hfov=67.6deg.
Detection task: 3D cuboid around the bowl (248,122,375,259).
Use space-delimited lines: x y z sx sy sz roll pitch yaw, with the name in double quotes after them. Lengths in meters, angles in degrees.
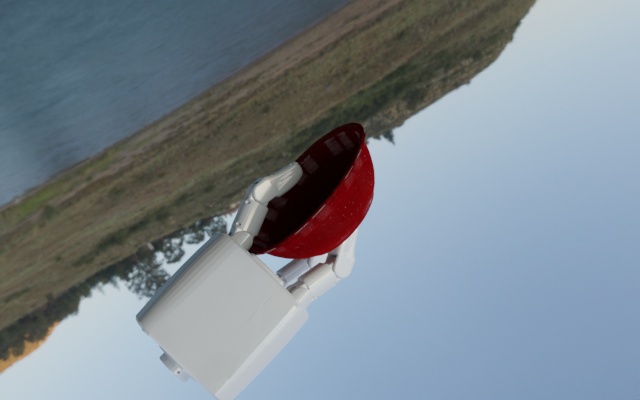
0.001 0.001 0.467 0.055 0.162 0.162 41 -17 -20 "bowl"
